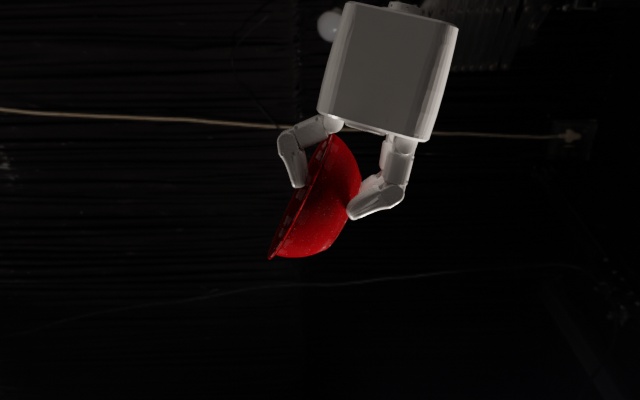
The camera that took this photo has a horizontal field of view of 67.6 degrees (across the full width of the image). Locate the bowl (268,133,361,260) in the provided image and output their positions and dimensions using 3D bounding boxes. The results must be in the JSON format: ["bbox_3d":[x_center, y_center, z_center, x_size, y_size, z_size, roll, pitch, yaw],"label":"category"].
[{"bbox_3d":[0.000,0.003,0.528,0.055,0.162,0.162,26,-4,-7],"label":"bowl"}]
